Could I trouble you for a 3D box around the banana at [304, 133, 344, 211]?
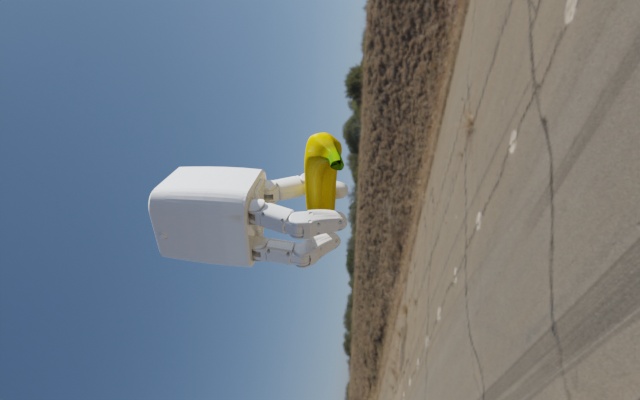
[{"bbox_3d":[0.001,-0.017,0.517,0.037,0.069,0.198,2,-27,-1],"label":"banana"}]
